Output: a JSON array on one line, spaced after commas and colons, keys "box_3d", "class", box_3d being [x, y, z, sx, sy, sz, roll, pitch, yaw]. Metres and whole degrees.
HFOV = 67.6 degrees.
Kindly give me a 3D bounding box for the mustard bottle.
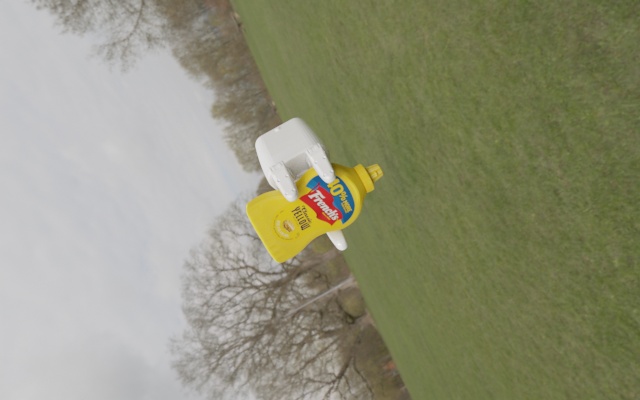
[{"box_3d": [0.000, 0.002, 0.667, 0.191, 0.096, 0.058, -29, 15, -1], "class": "mustard bottle"}]
